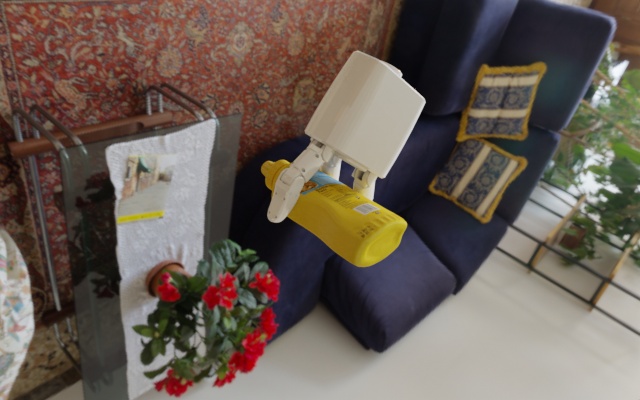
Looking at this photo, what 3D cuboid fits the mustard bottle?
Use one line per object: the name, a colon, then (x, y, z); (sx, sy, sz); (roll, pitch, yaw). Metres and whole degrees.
mustard bottle: (0.000, 0.002, 0.562); (0.191, 0.058, 0.096); (33, 31, 29)
